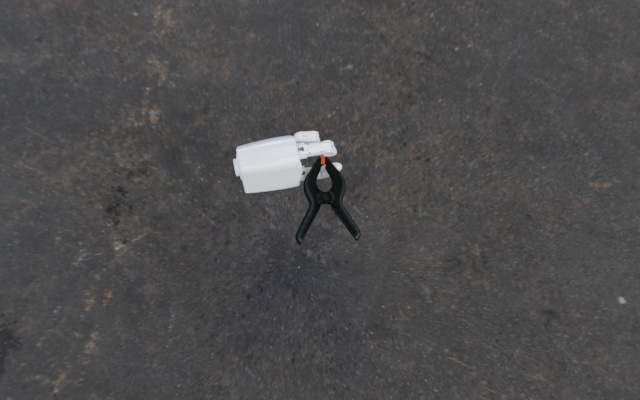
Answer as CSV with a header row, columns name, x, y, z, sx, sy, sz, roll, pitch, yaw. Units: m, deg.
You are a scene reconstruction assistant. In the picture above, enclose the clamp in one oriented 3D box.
name,x,y,z,sx,sy,sz,roll,pitch,yaw
clamp,0.000,0.003,0.892,0.120,0.171,0.039,-12,-7,-11
